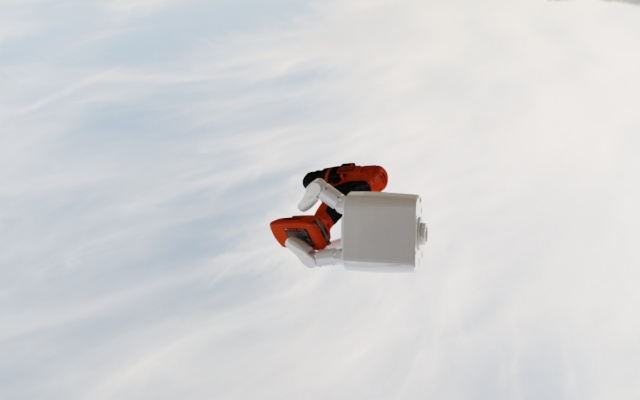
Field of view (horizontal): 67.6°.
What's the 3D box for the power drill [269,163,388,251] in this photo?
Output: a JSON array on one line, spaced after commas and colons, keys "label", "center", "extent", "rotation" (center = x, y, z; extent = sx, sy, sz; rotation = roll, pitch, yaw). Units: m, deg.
[{"label": "power drill", "center": [0.000, 0.003, 0.806], "extent": [0.184, 0.057, 0.187], "rotation": [-3, 35, 44]}]
